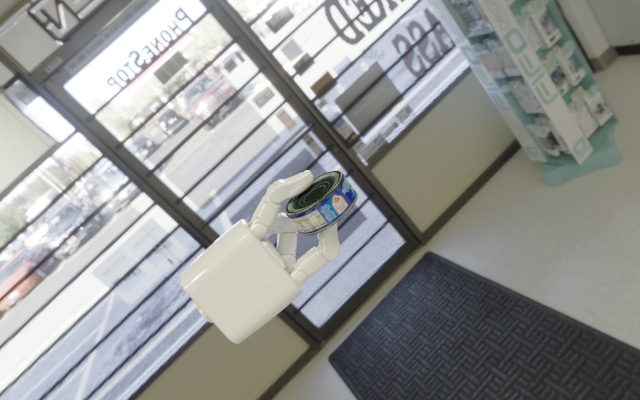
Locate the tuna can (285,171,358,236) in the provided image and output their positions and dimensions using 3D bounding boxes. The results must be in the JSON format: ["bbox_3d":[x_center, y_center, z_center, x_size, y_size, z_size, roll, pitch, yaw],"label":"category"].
[{"bbox_3d":[0.000,0.001,0.576,0.086,0.034,0.086,-31,20,13],"label":"tuna can"}]
